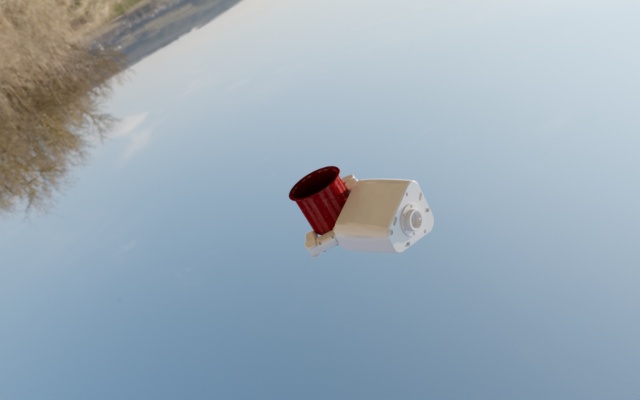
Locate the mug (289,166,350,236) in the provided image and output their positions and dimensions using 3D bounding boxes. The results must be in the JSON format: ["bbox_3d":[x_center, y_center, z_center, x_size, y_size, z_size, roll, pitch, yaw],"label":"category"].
[{"bbox_3d":[-0.001,0.003,0.789,0.117,0.081,0.093,2,40,50],"label":"mug"}]
